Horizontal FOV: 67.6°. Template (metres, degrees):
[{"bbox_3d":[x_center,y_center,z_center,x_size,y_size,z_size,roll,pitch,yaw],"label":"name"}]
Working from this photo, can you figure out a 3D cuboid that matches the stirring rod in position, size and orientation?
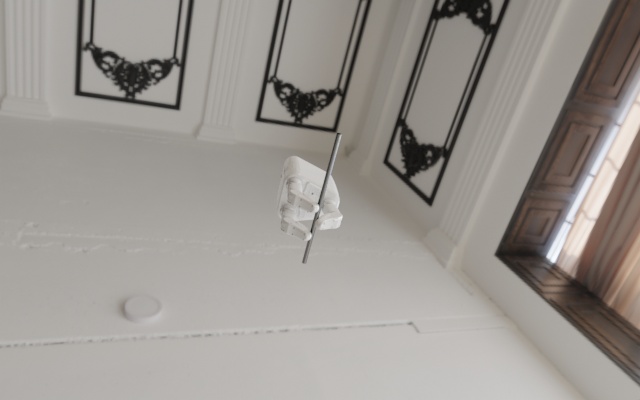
[{"bbox_3d":[0.000,0.002,0.791,0.011,0.240,0.011,13,24,-6],"label":"stirring rod"}]
